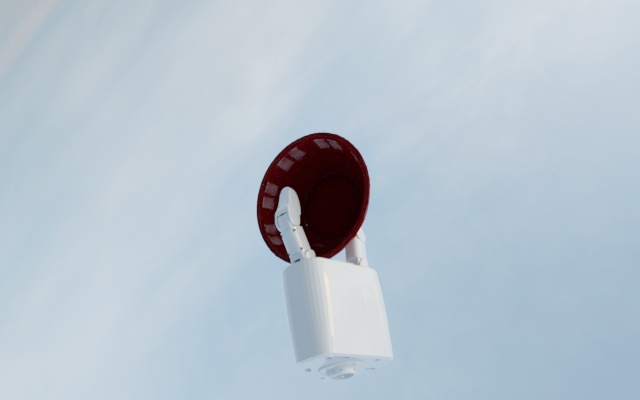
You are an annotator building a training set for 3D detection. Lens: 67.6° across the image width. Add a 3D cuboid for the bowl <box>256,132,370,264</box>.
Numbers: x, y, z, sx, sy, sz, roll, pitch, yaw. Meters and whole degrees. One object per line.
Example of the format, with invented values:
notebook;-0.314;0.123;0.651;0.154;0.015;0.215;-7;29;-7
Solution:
bowl;0.000;0.001;0.583;0.162;0.162;0.055;0;-13;34
